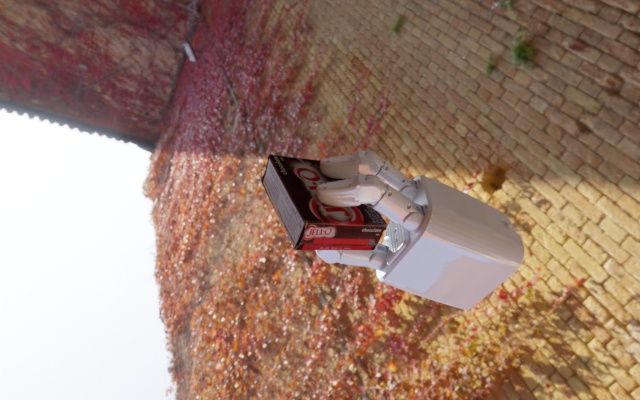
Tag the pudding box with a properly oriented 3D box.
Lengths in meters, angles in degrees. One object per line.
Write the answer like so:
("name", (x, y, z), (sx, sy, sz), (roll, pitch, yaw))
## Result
("pudding box", (0.000, 0.002, 0.475), (0.090, 0.039, 0.113), (4, 33, -31))
